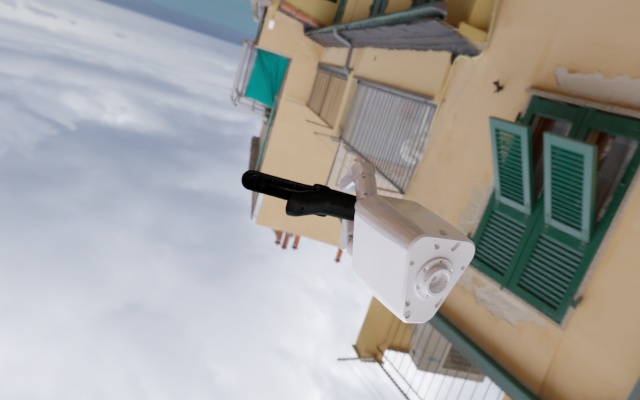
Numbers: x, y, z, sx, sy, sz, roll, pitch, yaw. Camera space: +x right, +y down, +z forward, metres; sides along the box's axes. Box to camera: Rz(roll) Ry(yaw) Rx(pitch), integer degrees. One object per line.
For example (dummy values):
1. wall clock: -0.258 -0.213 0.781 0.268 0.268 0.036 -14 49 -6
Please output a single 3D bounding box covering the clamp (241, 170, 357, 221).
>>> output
1. clamp: 0.000 0.002 0.574 0.171 0.039 0.120 9 17 -29
